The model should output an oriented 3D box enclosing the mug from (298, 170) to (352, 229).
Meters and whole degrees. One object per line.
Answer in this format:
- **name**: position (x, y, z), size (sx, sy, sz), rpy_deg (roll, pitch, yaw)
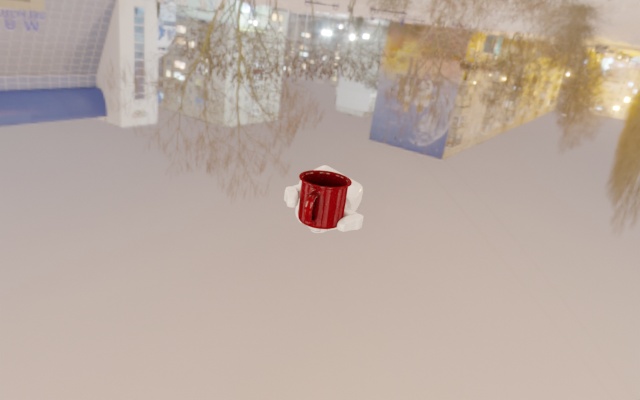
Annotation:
- **mug**: position (0.000, 0.003, 0.832), size (0.093, 0.081, 0.117), rpy_deg (13, 22, 15)
